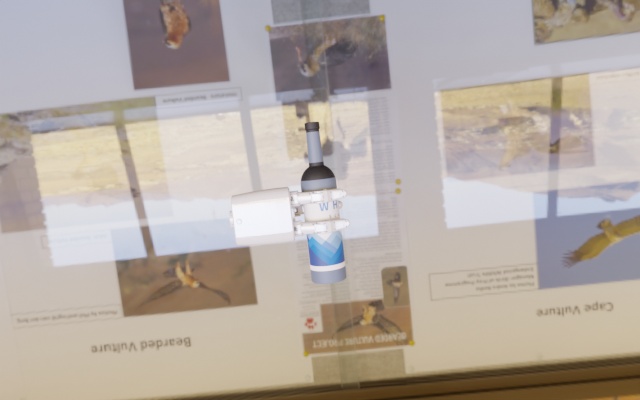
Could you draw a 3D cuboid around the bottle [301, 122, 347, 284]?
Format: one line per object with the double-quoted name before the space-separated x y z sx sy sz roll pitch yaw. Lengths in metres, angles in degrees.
"bottle" 0.000 0.003 0.887 0.069 0.296 0.069 -6 6 1
